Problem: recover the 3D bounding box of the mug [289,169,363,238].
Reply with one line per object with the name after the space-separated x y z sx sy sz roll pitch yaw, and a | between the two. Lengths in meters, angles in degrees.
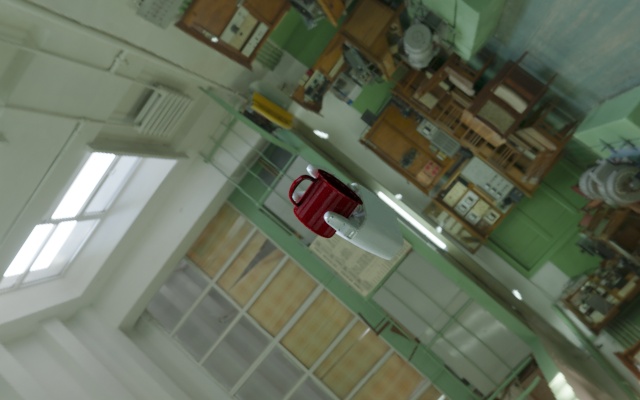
-0.001 0.002 0.780 0.117 0.081 0.093 31 13 -29 | mug
